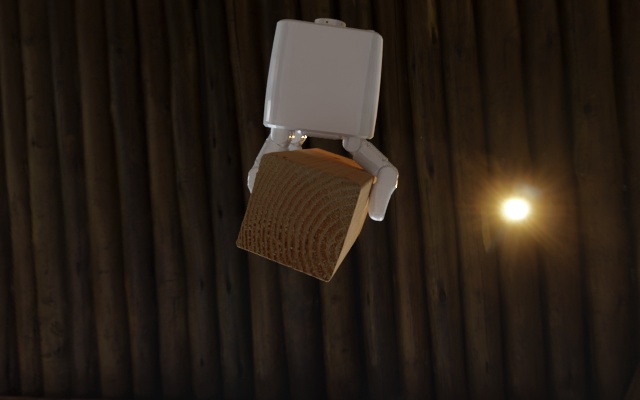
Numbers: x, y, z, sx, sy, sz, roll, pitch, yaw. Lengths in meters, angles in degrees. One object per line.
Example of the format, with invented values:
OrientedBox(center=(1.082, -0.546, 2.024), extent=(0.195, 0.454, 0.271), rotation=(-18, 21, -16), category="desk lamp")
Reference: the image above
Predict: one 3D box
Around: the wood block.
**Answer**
OrientedBox(center=(0.001, 0.001, 0.501), extent=(0.091, 0.090, 0.206), rotation=(19, 11, 9), category="wood block")
